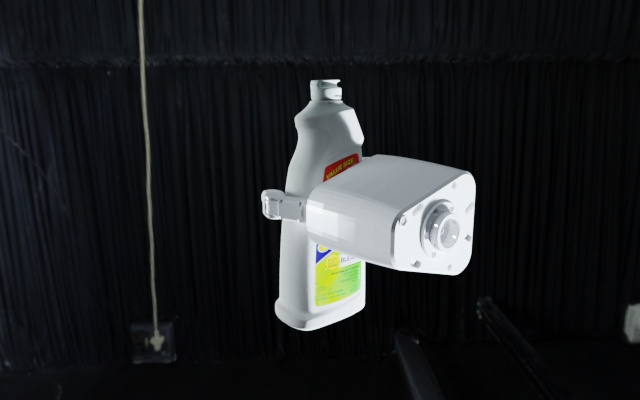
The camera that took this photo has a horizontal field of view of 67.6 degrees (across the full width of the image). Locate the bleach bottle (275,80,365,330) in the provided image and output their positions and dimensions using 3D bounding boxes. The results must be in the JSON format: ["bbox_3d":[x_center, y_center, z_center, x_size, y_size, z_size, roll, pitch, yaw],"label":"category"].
[{"bbox_3d":[0.000,0.002,0.506,0.102,0.251,0.068,-11,16,-37],"label":"bleach bottle"}]
